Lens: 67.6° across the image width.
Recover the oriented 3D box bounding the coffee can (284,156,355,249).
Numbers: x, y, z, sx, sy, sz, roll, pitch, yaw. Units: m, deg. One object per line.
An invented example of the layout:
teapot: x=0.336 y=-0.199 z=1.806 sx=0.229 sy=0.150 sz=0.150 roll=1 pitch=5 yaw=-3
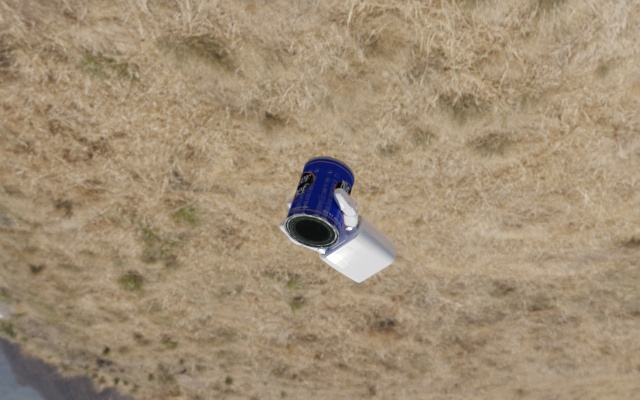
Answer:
coffee can: x=0.000 y=0.003 z=0.886 sx=0.103 sy=0.140 sz=0.103 roll=11 pitch=-37 yaw=8
